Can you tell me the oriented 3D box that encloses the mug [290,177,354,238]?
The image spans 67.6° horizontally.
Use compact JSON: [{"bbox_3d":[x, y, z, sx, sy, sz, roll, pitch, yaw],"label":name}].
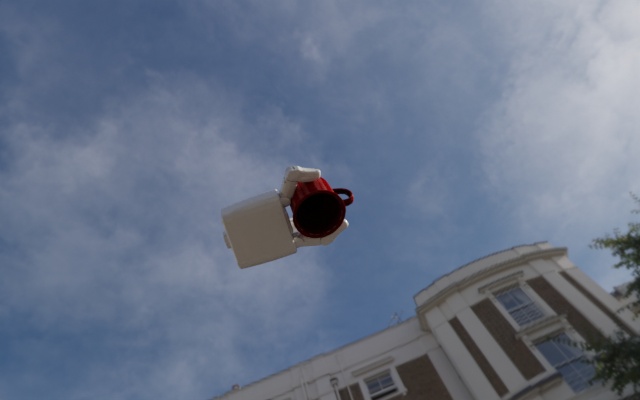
[{"bbox_3d":[0.001,0.002,0.840,0.117,0.093,0.081,-17,30,-7],"label":"mug"}]
